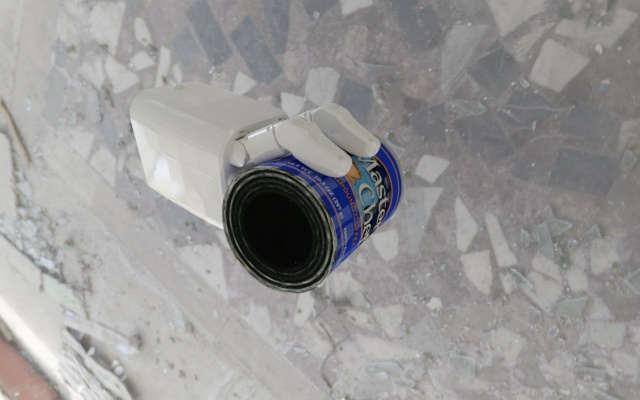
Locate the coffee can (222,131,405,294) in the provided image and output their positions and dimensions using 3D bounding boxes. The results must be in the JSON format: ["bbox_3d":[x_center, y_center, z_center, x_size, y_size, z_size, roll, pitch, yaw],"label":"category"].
[{"bbox_3d":[0.000,0.001,0.411,0.103,0.103,0.140,0,19,31],"label":"coffee can"}]
